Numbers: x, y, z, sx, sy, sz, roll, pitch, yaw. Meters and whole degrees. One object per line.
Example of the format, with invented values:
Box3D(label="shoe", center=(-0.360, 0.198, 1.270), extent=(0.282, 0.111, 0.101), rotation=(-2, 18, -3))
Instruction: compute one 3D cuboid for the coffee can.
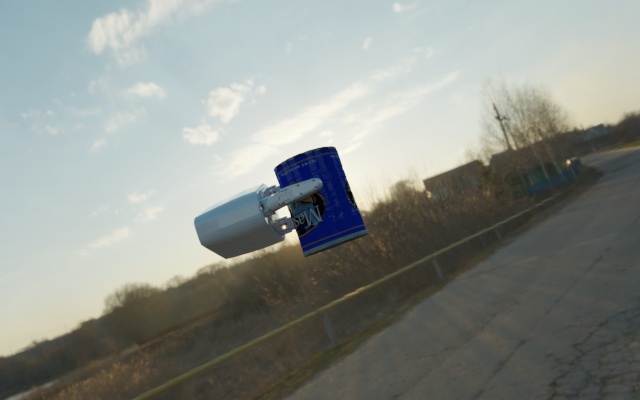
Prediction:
Box3D(label="coffee can", center=(0.000, 0.002, 0.721), extent=(0.103, 0.140, 0.103), rotation=(-20, -7, -3))
